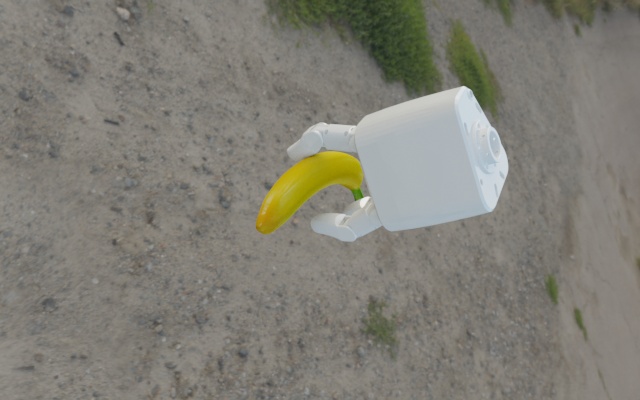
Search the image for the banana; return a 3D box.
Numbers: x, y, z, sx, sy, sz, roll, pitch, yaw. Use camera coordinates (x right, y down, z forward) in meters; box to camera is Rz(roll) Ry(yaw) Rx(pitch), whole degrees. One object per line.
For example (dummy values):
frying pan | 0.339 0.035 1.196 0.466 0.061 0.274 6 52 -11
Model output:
banana | -0.001 -0.017 0.523 0.037 0.069 0.198 -5 7 37
